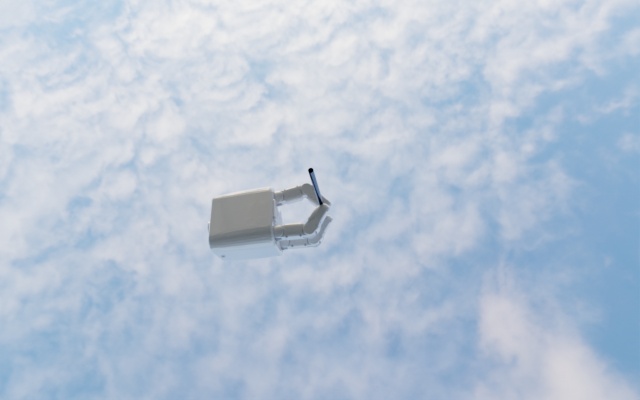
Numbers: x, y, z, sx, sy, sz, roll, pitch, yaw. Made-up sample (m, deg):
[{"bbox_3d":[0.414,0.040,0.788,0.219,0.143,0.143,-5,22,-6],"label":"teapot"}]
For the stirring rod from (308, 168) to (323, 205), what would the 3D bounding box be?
[{"bbox_3d":[0.000,0.002,0.759,0.011,0.011,0.240,0,-21,7],"label":"stirring rod"}]
